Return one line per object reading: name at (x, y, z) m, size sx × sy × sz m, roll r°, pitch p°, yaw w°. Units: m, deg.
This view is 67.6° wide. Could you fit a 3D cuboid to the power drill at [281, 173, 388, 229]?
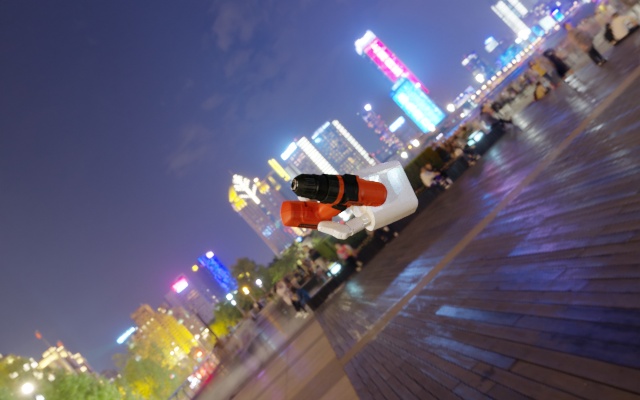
power drill at (0.000, 0.003, 0.869) m, size 0.184 × 0.057 × 0.188 m, roll 8°, pitch -19°, yaw -29°
